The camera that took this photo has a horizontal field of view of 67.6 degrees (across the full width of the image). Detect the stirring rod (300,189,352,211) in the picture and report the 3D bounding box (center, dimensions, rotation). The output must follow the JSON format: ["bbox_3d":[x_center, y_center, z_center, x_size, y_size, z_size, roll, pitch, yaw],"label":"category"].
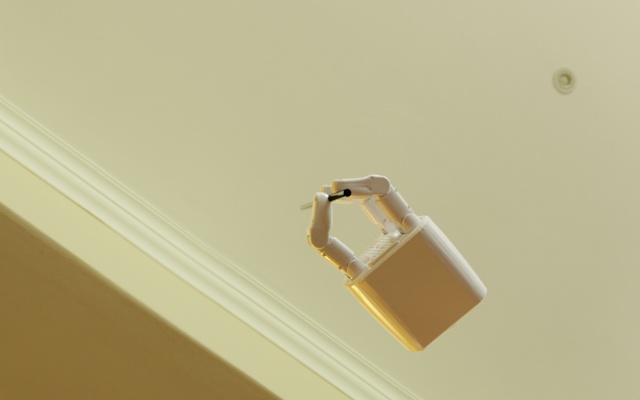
[{"bbox_3d":[0.000,0.002,0.561,0.011,0.011,0.239,0,-4,-12],"label":"stirring rod"}]
